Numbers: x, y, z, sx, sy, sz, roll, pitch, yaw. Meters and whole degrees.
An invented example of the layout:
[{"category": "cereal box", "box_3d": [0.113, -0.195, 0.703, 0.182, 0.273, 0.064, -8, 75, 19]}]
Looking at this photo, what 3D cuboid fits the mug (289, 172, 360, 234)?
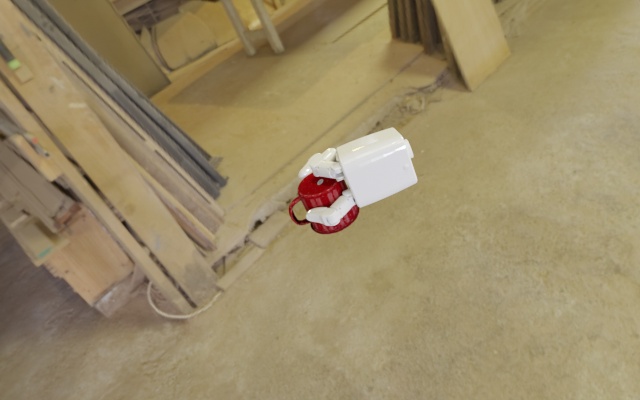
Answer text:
[{"category": "mug", "box_3d": [-0.001, 0.003, 0.827, 0.117, 0.081, 0.093, -23, 33, 4]}]
